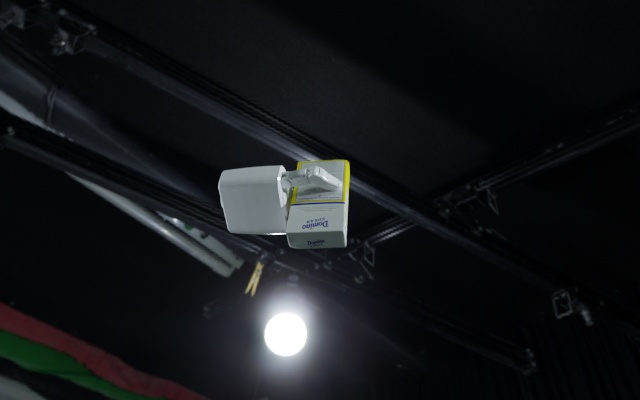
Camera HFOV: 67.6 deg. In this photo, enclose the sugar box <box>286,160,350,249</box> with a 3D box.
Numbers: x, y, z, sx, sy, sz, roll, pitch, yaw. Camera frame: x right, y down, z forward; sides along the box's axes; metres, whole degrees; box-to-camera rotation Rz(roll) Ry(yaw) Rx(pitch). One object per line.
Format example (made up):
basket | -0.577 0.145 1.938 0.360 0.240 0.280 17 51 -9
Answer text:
sugar box | 0.000 0.003 0.805 0.093 0.176 0.048 -2 -44 9
